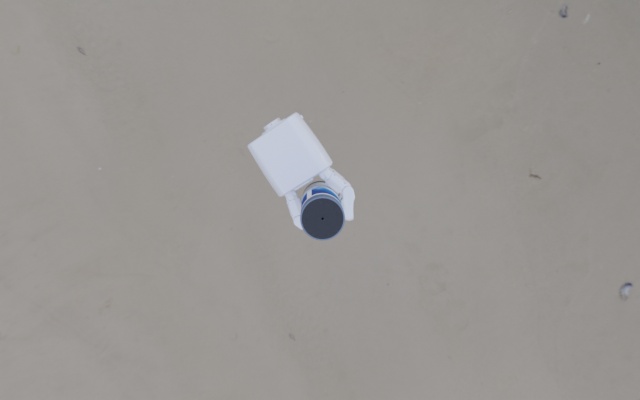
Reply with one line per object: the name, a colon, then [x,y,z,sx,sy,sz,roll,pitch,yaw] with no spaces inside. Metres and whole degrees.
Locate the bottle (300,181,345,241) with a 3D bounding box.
bottle: [0.000,0.003,0.846,0.069,0.069,0.295,0,9,-1]
